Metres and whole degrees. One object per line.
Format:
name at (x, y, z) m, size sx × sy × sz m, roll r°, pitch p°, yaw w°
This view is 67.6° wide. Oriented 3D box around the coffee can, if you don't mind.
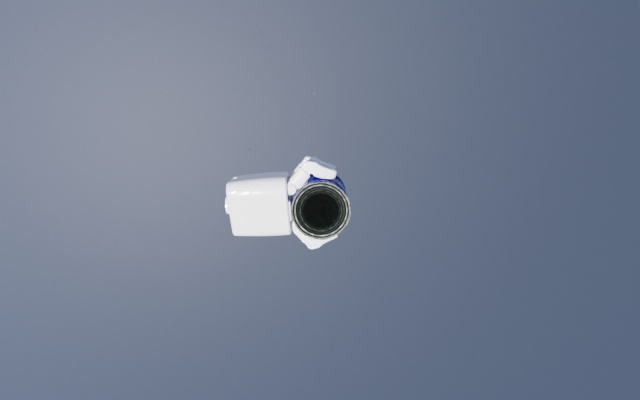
coffee can at (0.000, 0.003, 0.879) m, size 0.103 × 0.103 × 0.140 m, roll 0°, pitch 13°, yaw -1°
